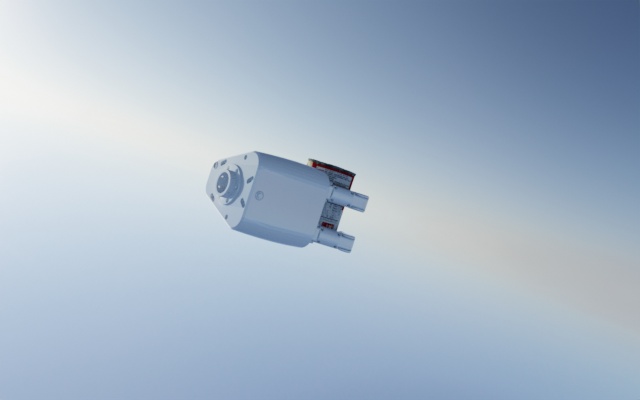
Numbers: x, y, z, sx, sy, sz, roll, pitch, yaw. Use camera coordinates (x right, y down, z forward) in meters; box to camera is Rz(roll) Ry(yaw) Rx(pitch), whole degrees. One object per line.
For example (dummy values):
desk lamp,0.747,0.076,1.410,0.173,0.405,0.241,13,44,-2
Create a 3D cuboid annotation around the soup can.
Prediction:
soup can,0.000,0.002,0.641,0.068,0.102,0.068,18,1,0
